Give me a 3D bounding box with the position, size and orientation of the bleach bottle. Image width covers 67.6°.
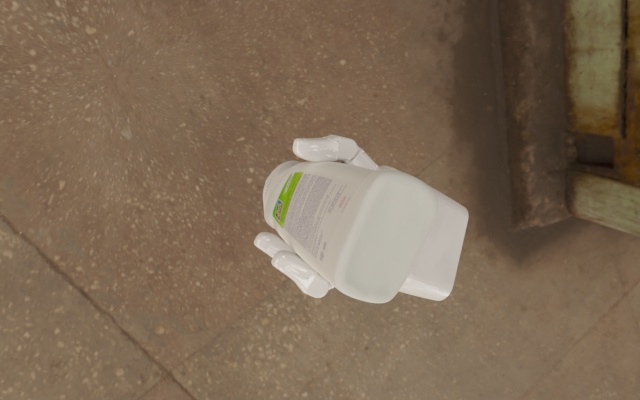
[{"bbox_3d":[0.000,0.002,0.453,0.068,0.102,0.250,23,4,-27],"label":"bleach bottle"}]
